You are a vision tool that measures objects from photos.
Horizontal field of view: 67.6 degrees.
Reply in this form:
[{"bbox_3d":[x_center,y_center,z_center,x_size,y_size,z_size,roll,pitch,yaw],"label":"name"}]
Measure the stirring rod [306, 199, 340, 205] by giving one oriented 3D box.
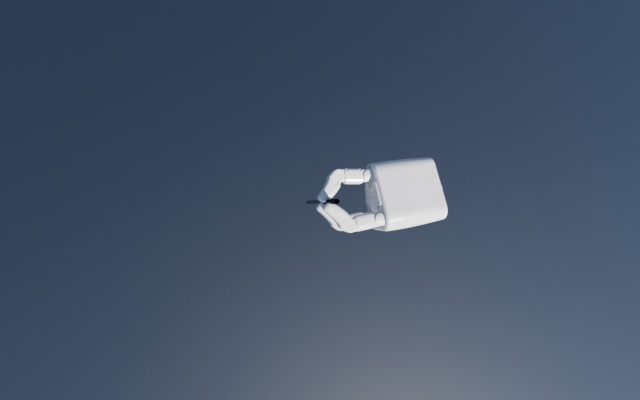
[{"bbox_3d":[0.000,0.003,0.817,0.011,0.011,0.239,0,-1,-12],"label":"stirring rod"}]
